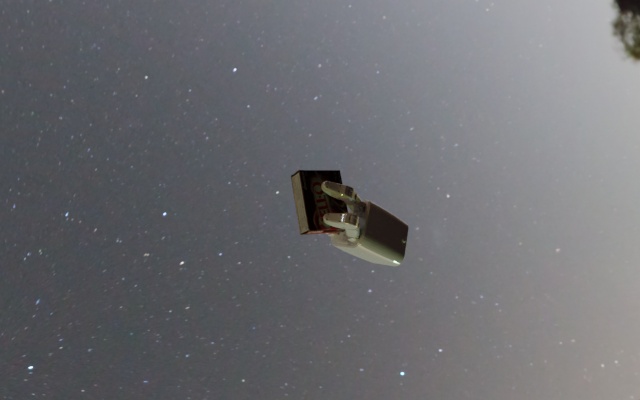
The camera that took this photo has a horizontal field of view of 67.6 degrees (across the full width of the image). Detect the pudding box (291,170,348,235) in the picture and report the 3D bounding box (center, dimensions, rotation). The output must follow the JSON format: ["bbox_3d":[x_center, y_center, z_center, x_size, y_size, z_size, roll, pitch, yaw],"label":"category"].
[{"bbox_3d":[0.000,0.003,0.856,0.090,0.113,0.039,-2,-16,-35],"label":"pudding box"}]
